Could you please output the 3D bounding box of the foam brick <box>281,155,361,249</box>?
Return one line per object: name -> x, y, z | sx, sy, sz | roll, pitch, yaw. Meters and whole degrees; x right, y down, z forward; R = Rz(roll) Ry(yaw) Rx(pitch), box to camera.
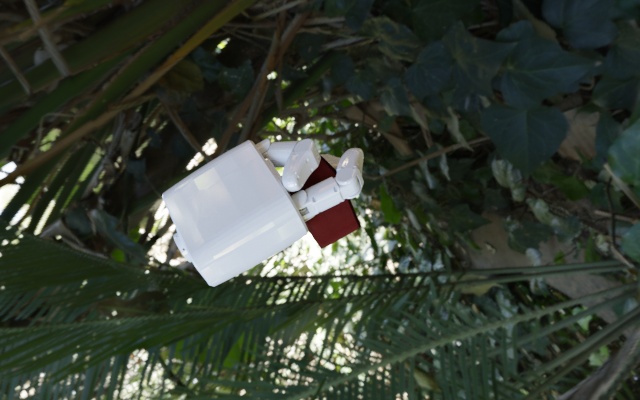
foam brick -> 0.000, 0.002, 0.508 | 0.051, 0.078, 0.053 | -31, 39, -8
